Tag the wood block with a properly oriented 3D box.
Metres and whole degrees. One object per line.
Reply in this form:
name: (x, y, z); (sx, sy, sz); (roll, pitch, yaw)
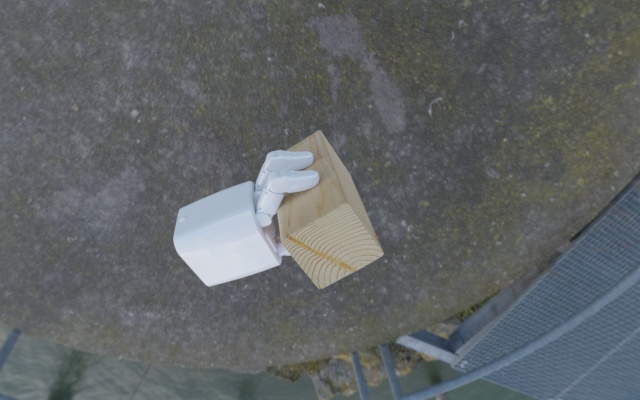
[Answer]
wood block: (0.000, 0.003, 0.623); (0.090, 0.091, 0.206); (-30, 31, 9)
